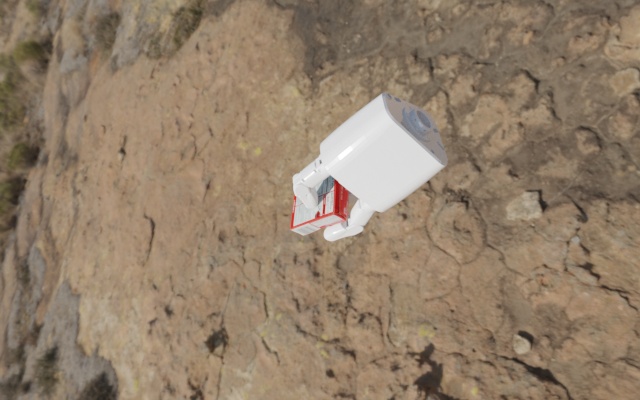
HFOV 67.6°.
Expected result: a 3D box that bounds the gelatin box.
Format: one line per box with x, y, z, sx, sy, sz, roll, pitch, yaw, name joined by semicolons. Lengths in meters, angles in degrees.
0.000;0.002;0.666;0.089;0.073;0.030;-22;-38;40;gelatin box
